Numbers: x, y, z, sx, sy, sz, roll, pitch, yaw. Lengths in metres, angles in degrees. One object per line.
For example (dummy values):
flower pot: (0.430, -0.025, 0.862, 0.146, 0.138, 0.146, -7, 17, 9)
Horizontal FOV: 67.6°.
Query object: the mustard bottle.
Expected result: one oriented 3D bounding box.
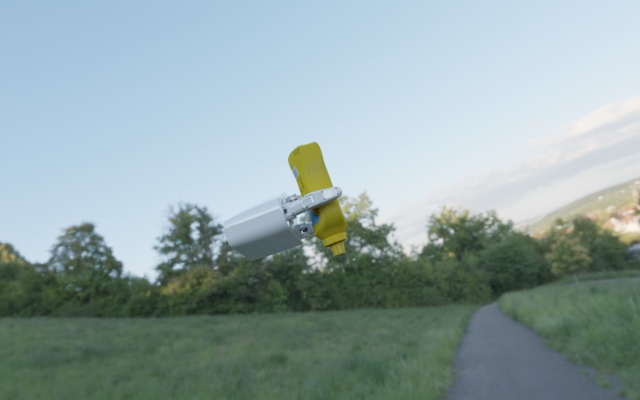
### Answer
mustard bottle: (0.000, 0.002, 0.816, 0.058, 0.191, 0.096, -16, -11, -17)
